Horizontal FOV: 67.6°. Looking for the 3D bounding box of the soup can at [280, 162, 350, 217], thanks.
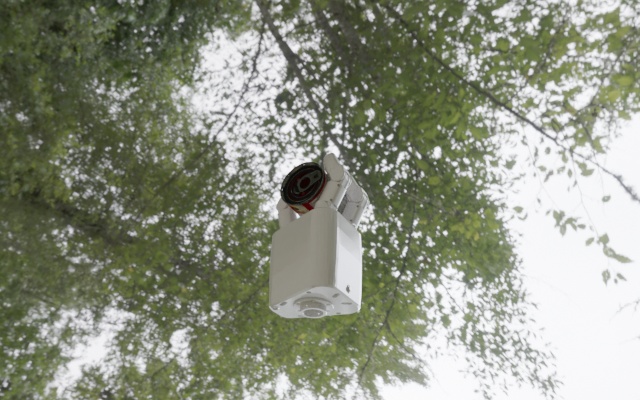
[{"bbox_3d":[0.000,0.002,0.667,0.068,0.068,0.102,0,-30,36],"label":"soup can"}]
